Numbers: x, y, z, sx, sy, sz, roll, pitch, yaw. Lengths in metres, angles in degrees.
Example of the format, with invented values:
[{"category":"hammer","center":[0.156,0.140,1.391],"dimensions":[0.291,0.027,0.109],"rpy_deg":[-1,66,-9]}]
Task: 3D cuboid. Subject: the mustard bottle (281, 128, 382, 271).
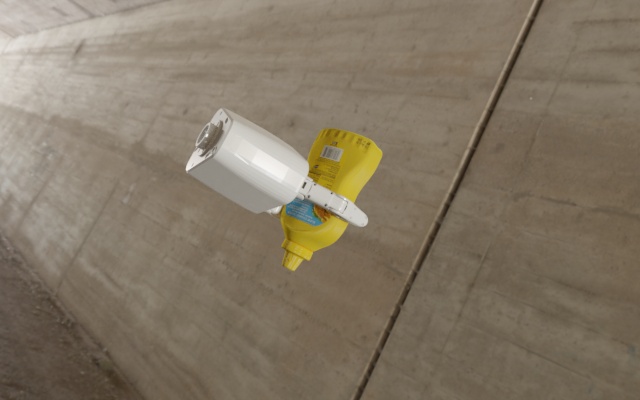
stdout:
[{"category":"mustard bottle","center":[0.000,0.002,0.625],"dimensions":[0.096,0.191,0.058],"rpy_deg":[20,-10,38]}]
